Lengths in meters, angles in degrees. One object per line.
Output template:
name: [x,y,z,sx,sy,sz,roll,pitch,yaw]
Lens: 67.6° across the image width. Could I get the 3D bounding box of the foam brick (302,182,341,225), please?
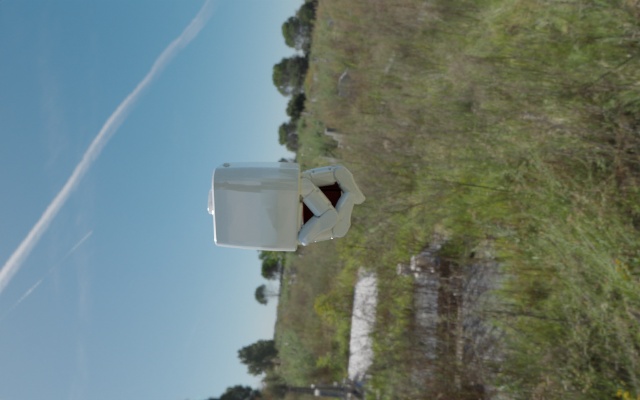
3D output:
foam brick: [0.000,0.002,0.670,0.051,0.053,0.078,-2,11,-3]
